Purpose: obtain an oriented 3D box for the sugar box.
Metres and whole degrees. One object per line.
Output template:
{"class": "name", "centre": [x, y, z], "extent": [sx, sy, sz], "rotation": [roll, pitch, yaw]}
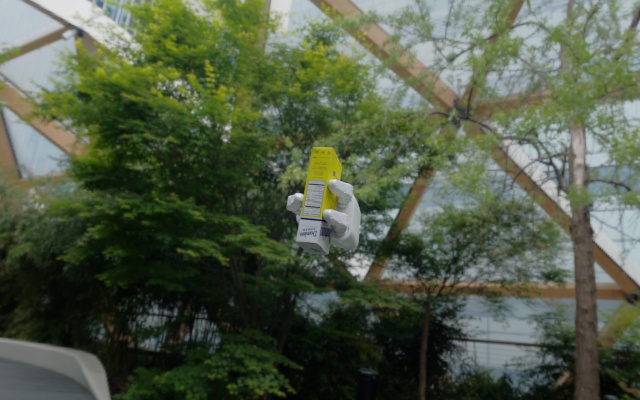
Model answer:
{"class": "sugar box", "centre": [0.001, 0.003, 0.854], "extent": [0.048, 0.176, 0.093], "rotation": [2, -17, 14]}
